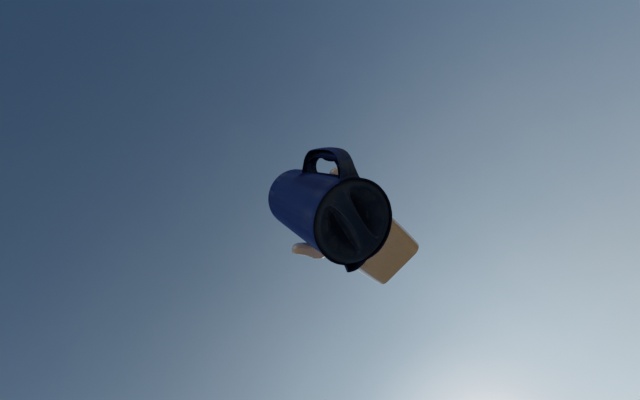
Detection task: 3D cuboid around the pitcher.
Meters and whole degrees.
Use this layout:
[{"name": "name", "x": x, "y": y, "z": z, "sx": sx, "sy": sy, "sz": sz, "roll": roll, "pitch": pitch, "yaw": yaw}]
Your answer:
[{"name": "pitcher", "x": 0.000, "y": 0.003, "z": 0.798, "sx": 0.145, "sy": 0.149, "sz": 0.243, "roll": 37, "pitch": -7, "yaw": -27}]
